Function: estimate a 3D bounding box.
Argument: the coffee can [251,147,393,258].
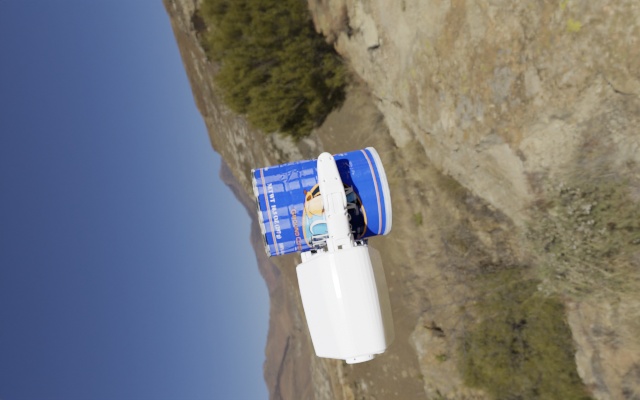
[{"bbox_3d":[0.000,0.002,0.546,0.140,0.103,0.103,-11,1,-5],"label":"coffee can"}]
